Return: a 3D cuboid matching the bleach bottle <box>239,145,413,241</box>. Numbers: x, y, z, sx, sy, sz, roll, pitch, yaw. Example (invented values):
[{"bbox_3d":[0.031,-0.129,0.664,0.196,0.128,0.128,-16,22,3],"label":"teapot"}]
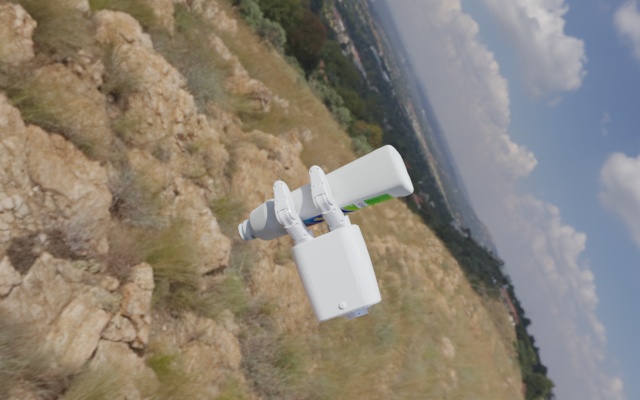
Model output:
[{"bbox_3d":[0.000,0.002,0.683,0.251,0.068,0.102,-23,-12,16],"label":"bleach bottle"}]
